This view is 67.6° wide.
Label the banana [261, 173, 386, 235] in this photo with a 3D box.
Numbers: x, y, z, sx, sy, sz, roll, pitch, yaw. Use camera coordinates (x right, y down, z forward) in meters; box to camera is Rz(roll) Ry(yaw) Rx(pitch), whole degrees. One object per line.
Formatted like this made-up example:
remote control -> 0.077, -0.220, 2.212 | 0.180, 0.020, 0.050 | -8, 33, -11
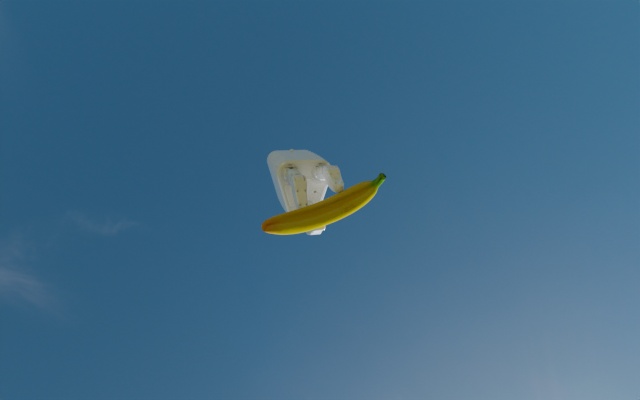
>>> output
banana -> 0.006, 0.011, 0.726 | 0.198, 0.037, 0.070 | -25, -33, -6
